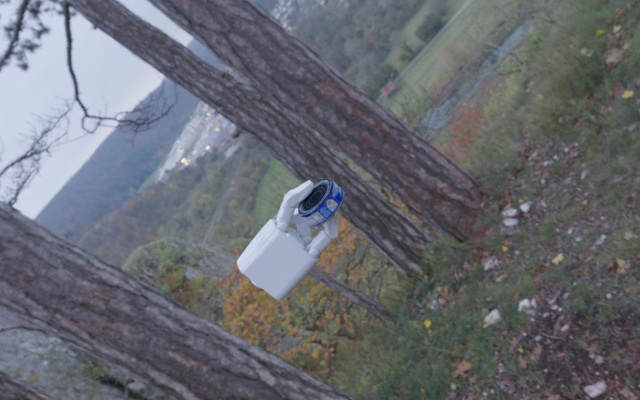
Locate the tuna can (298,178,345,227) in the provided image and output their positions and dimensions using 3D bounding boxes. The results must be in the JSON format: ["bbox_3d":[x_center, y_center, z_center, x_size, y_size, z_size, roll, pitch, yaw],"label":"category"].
[{"bbox_3d":[0.000,0.002,0.845,0.034,0.086,0.086,41,-19,-24],"label":"tuna can"}]
